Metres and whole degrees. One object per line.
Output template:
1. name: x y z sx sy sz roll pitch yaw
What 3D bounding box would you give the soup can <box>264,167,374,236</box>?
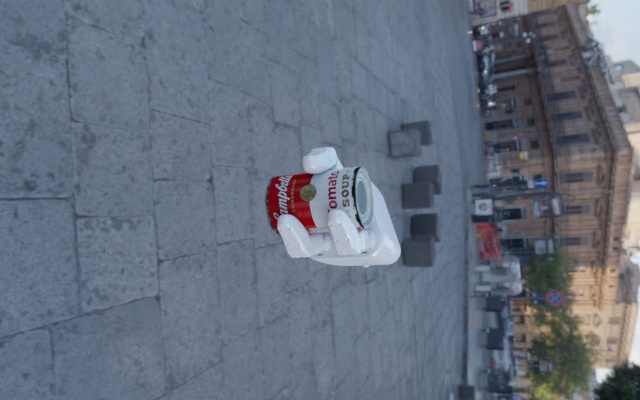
1. soup can: 0.000 0.001 0.517 0.102 0.068 0.068 -5 -2 22
